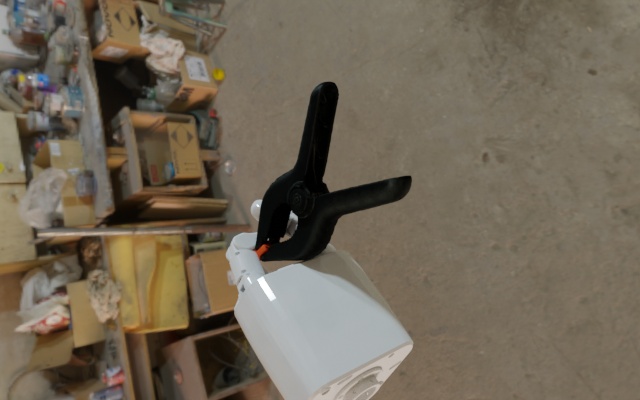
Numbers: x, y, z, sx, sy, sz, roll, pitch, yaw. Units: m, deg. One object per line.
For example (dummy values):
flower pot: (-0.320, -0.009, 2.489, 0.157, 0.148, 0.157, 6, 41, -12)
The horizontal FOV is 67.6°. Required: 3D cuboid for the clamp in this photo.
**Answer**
clamp: (-0.001, 0.001, 0.403, 0.039, 0.171, 0.120, 0, 40, -42)
